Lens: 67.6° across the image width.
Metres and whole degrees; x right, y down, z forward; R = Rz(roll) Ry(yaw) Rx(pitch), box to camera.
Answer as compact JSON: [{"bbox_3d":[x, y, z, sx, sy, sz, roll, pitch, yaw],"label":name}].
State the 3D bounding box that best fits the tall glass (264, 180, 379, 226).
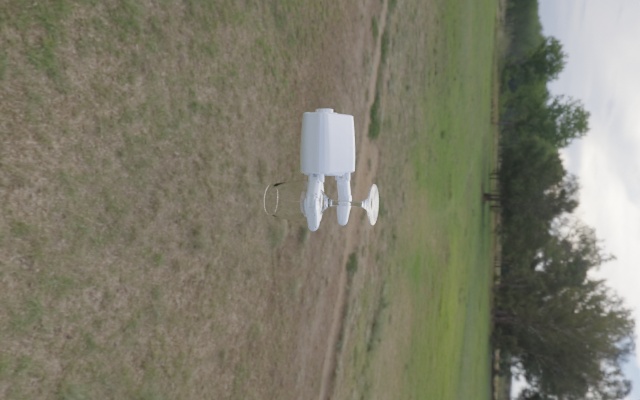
[{"bbox_3d":[0.001,0.003,0.872,0.201,0.079,0.079,2,1,20],"label":"tall glass"}]
